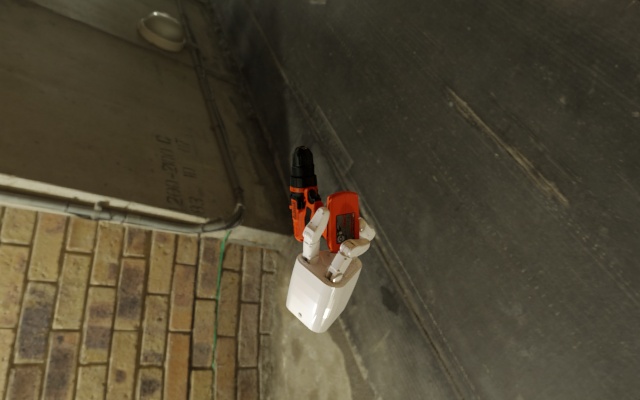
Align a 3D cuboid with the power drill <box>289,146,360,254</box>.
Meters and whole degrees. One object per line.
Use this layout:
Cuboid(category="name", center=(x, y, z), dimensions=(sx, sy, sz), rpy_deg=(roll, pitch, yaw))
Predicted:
Cuboid(category="power drill", center=(0.000, 0.003, 0.847), dimensions=(0.057, 0.184, 0.187), rpy_deg=(-11, 17, -23))
